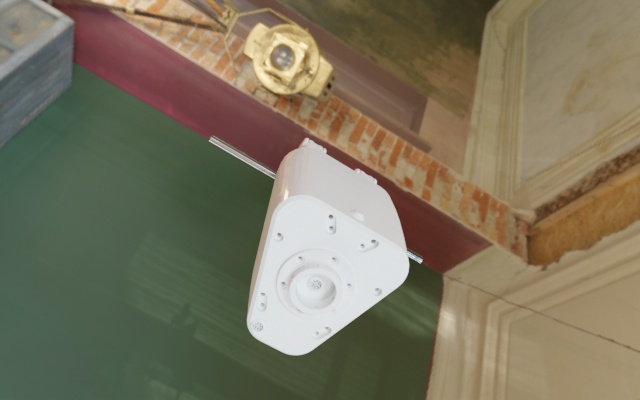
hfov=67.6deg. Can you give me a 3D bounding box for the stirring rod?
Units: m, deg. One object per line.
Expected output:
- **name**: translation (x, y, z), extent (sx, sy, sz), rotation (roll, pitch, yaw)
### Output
- **stirring rod**: translation (0.000, 0.002, 0.467), extent (0.239, 0.011, 0.011), rotation (30, -6, -10)
